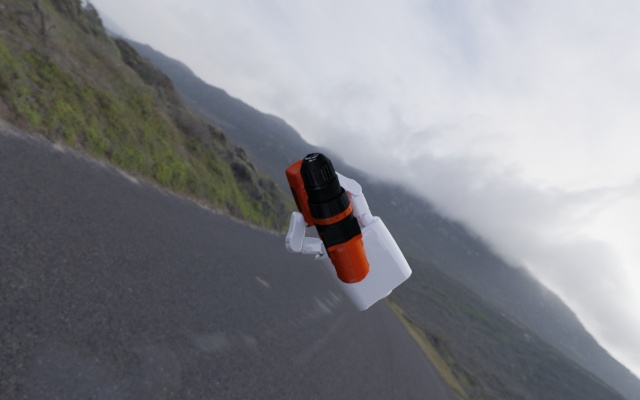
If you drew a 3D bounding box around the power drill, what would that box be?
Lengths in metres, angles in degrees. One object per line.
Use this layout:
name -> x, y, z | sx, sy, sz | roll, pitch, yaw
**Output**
power drill -> 0.000, 0.002, 0.660 | 0.057, 0.184, 0.187 | -21, 24, -6
